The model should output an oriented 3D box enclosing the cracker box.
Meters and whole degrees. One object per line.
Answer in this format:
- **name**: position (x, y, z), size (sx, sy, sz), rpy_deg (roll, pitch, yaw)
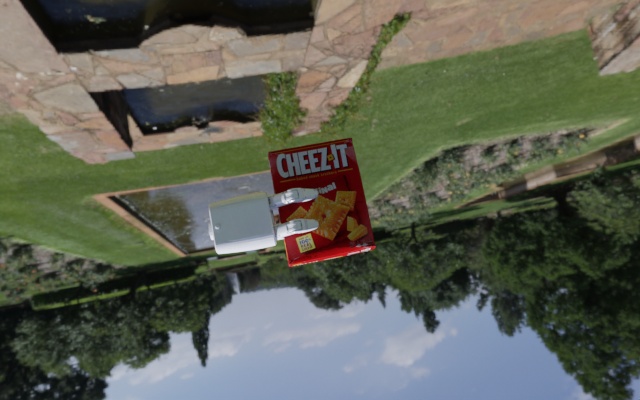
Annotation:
- **cracker box**: position (0.000, 0.003, 0.894), size (0.164, 0.213, 0.072), rpy_deg (-11, -8, -6)
